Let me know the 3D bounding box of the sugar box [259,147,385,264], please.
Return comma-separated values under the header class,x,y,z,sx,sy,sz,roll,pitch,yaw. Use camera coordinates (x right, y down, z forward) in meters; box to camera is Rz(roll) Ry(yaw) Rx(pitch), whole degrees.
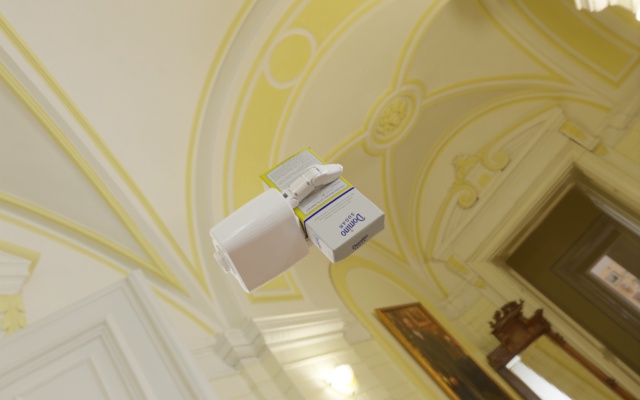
class,x,y,z,sx,sy,sz,roll,pitch,yaw
sugar box,0.000,0.003,0.687,0.093,0.176,0.048,-34,-32,-18
